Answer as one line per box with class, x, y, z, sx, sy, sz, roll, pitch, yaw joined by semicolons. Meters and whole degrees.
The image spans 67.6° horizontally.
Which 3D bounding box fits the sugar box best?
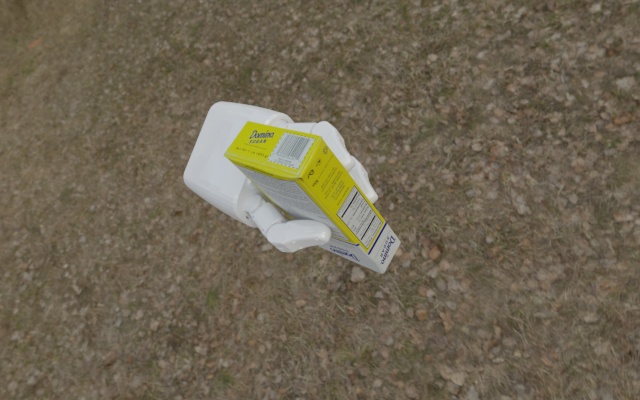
sugar box;0.000;0.001;0.446;0.093;0.048;0.176;19;-17;40
